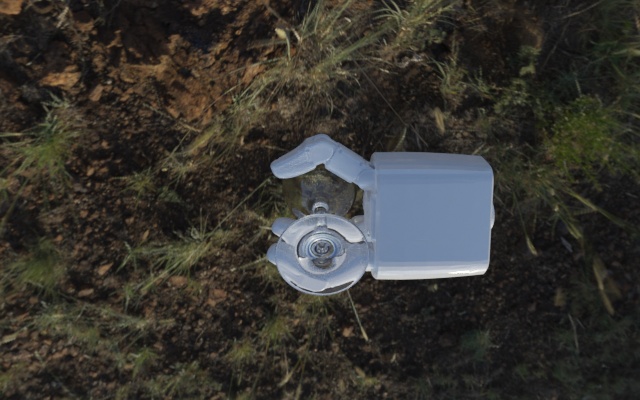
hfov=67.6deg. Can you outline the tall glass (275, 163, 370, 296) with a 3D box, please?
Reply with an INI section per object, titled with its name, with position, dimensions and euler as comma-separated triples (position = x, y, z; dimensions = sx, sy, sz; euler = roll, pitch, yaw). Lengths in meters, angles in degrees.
[tall glass]
position = 0.000, 0.002, 0.461
dimensions = 0.079, 0.079, 0.201
euler = 0, 25, -1
